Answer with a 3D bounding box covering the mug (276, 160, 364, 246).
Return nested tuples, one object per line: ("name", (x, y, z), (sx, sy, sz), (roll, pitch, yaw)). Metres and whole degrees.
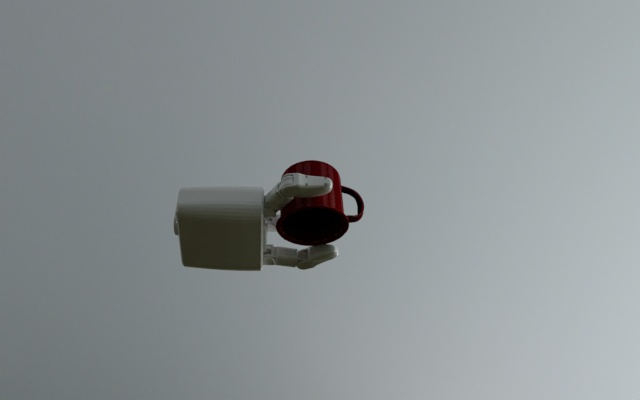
("mug", (0.002, 0.002, 0.630), (0.117, 0.081, 0.093), (2, -37, -7))
